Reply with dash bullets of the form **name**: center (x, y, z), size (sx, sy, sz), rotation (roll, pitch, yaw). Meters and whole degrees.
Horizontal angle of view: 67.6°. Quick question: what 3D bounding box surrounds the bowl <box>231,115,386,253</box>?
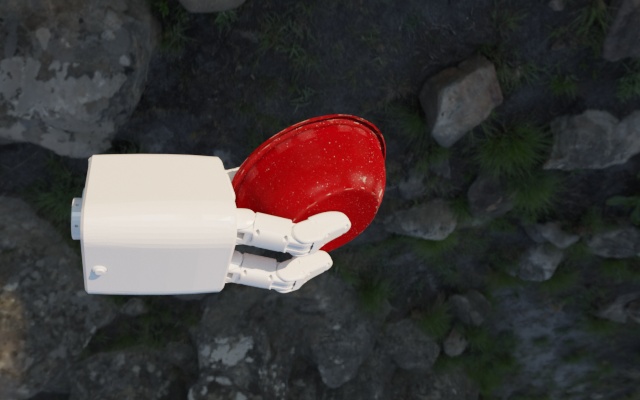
- **bowl**: center (0.001, 0.001, 0.438), size (0.162, 0.055, 0.162), rotation (-20, -34, -14)
